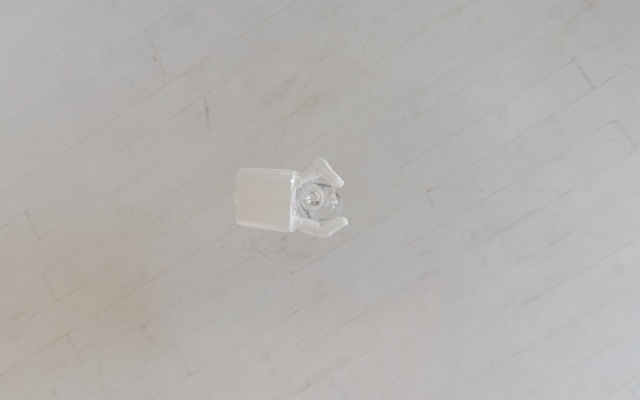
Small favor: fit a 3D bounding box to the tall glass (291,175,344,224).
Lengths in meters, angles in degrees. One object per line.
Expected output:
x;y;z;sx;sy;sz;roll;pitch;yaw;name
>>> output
0.000;0.003;0.875;0.079;0.079;0.201;0;-5;8;tall glass
